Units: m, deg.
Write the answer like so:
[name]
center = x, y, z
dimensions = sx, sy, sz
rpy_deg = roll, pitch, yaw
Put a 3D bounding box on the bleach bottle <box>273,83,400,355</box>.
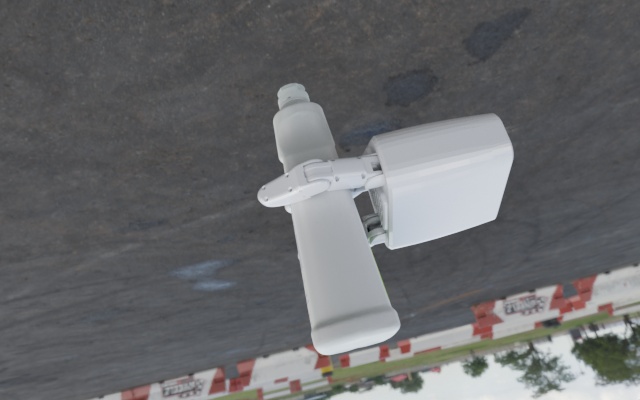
[bleach bottle]
center = 0.000, 0.001, 0.423
dimensions = 0.068, 0.250, 0.103
rpy_deg = -14, -21, -3
